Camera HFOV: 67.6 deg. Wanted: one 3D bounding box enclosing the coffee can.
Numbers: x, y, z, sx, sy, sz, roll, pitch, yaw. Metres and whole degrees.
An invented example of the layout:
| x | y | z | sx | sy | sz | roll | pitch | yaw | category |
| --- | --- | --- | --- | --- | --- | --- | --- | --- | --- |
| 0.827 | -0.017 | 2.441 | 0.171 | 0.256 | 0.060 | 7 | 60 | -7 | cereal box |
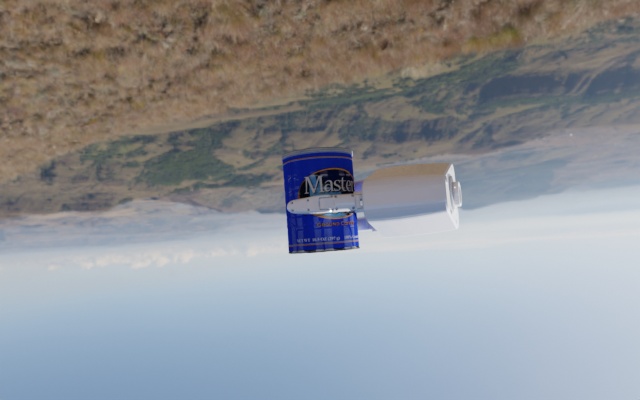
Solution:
| x | y | z | sx | sy | sz | roll | pitch | yaw | category |
| --- | --- | --- | --- | --- | --- | --- | --- | --- | --- |
| 0.000 | 0.002 | 0.683 | 0.103 | 0.140 | 0.103 | -4 | -4 | 0 | coffee can |
